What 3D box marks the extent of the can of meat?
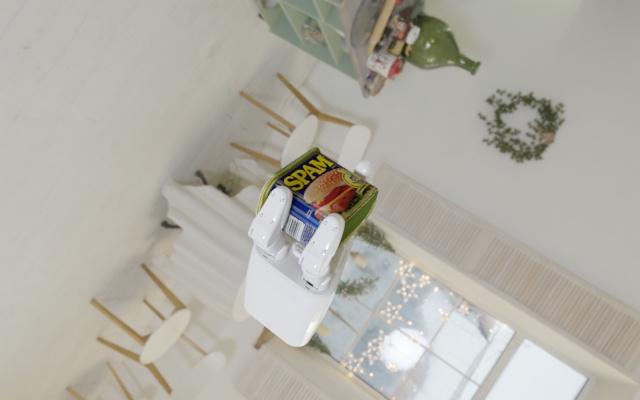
[{"bbox_3d":[0.000,0.002,0.483,0.084,0.057,0.102,33,41,16],"label":"can of meat"}]
